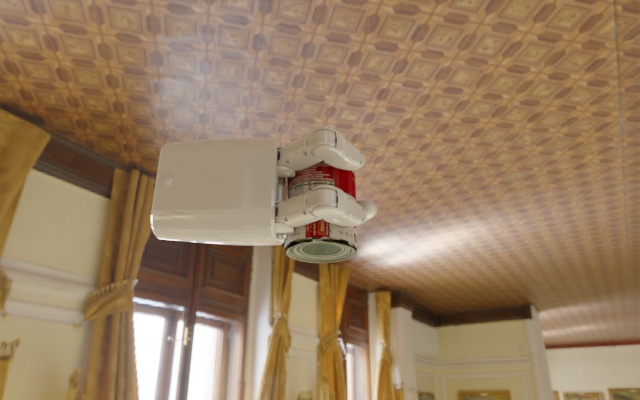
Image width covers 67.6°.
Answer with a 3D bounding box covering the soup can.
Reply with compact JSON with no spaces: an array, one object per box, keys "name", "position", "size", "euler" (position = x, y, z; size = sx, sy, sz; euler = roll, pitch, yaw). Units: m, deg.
[{"name":"soup can","position":[0.001,0.002,0.453],"size":[0.068,0.102,0.068],"euler":[0,-23,0]}]
